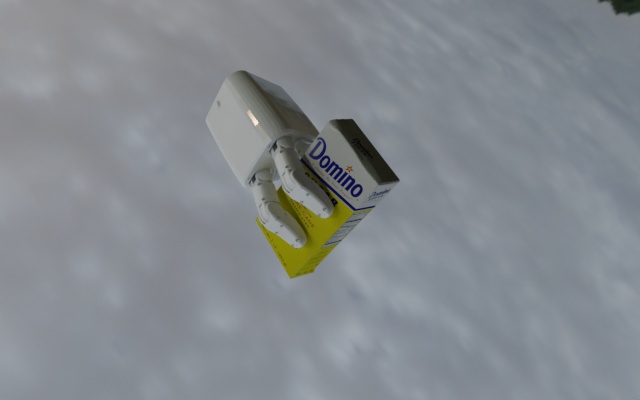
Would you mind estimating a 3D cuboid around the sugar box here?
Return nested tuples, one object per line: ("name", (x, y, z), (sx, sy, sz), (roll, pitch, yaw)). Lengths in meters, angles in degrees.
("sugar box", (0.000, 0.002, 0.540), (0.048, 0.093, 0.176), (-12, -31, -45))
